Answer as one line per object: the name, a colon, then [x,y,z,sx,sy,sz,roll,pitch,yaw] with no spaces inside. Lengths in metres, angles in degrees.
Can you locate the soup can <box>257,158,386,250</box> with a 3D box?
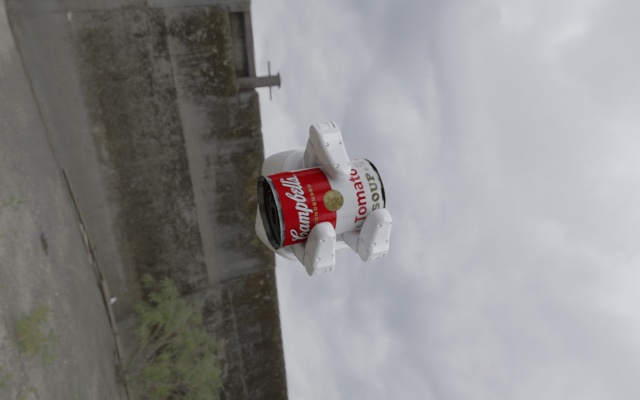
soup can: [0.001,0.001,0.441,0.102,0.068,0.068,-12,4,-20]
